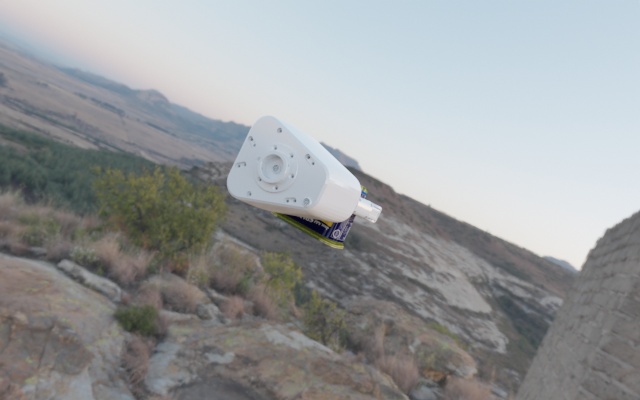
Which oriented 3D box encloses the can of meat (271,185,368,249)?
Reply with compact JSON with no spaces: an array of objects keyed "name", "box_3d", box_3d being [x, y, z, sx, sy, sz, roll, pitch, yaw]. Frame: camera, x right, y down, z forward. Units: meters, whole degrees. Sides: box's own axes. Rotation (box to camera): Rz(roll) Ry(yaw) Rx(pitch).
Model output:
[{"name":"can of meat","box_3d":[0.000,0.002,0.618,0.102,0.084,0.057,27,3,25]}]
